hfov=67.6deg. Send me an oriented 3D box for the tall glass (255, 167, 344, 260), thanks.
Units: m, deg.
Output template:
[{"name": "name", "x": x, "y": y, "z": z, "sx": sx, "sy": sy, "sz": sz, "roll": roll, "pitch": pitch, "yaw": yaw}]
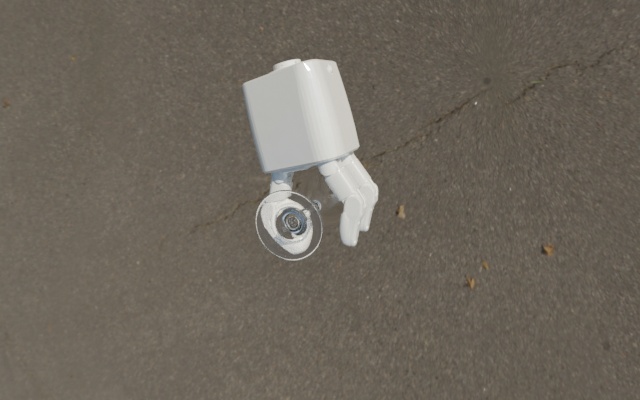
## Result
[{"name": "tall glass", "x": 0.000, "y": 0.002, "z": 0.572, "sx": 0.079, "sy": 0.079, "sz": 0.201, "roll": 0, "pitch": 13, "yaw": 20}]
